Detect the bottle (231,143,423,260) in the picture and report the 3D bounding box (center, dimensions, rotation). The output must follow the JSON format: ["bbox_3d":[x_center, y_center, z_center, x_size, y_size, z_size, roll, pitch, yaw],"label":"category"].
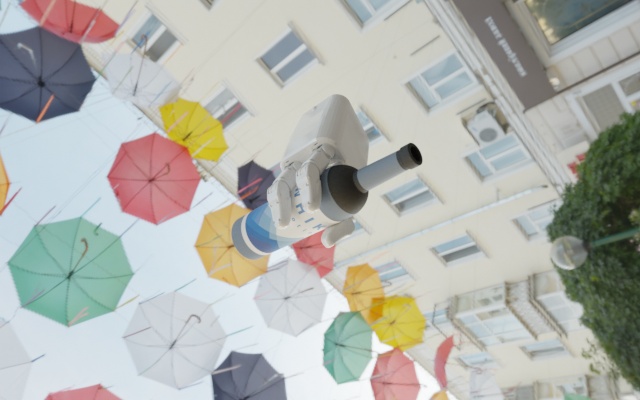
[{"bbox_3d":[0.000,0.002,0.611,0.296,0.069,0.069,-27,-17,37],"label":"bottle"}]
